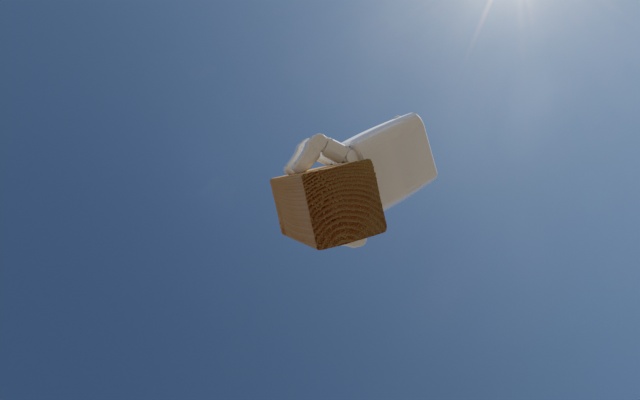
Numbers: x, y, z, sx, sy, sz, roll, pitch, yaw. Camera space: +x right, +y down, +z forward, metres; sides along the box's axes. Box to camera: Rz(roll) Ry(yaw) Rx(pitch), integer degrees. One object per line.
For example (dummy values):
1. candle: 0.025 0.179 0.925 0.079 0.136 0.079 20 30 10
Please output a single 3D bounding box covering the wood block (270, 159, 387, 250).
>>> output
1. wood block: 0.001 0.002 0.641 0.090 0.091 0.206 -14 5 -15
